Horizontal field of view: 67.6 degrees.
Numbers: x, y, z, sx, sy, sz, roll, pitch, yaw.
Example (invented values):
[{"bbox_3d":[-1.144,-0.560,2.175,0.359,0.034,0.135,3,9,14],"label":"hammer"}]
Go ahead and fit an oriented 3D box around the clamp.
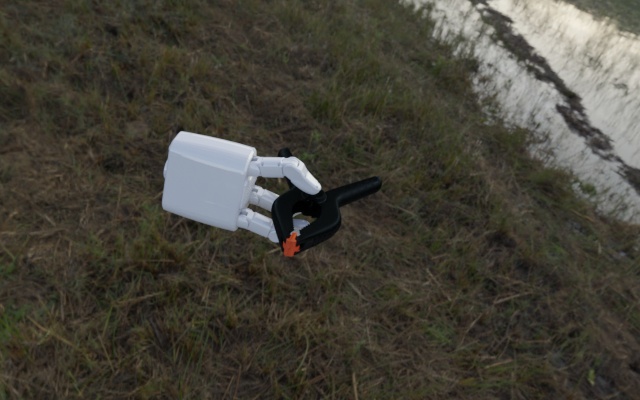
[{"bbox_3d":[0.000,0.002,0.660,0.164,0.036,0.209,13,38,1],"label":"clamp"}]
